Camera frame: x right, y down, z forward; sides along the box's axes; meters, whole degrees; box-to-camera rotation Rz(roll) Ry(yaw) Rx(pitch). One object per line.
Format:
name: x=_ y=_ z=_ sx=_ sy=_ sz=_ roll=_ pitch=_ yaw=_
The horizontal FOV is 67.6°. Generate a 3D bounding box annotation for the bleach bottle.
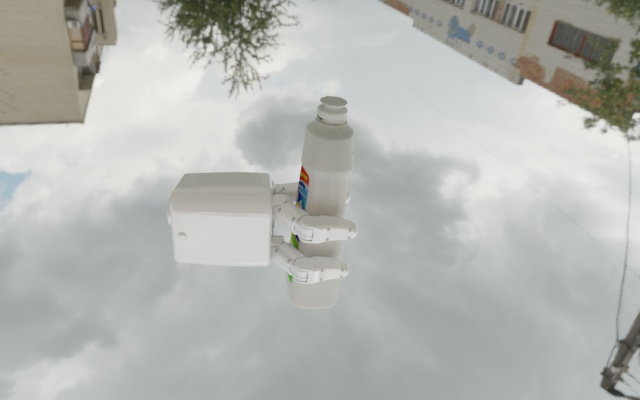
bleach bottle: x=0.000 y=0.002 z=0.550 sx=0.068 sy=0.251 sz=0.102 roll=1 pitch=32 yaw=-9
